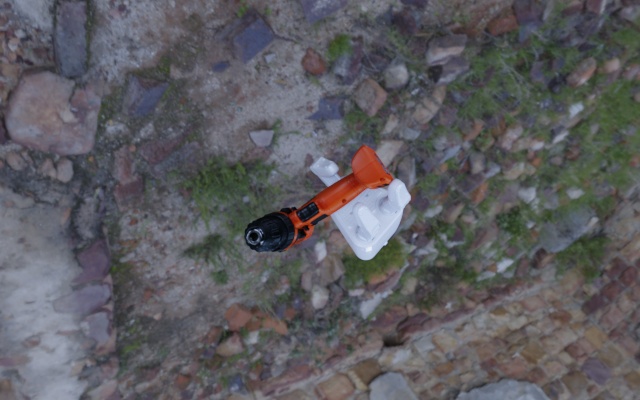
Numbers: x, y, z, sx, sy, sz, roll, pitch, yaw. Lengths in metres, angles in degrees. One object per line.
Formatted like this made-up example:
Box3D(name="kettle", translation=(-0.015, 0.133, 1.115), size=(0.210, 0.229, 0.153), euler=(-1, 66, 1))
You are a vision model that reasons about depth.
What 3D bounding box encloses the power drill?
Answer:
Box3D(name="power drill", translation=(0.001, 0.002, 0.628), size=(0.188, 0.057, 0.184), euler=(-33, -5, 13))
